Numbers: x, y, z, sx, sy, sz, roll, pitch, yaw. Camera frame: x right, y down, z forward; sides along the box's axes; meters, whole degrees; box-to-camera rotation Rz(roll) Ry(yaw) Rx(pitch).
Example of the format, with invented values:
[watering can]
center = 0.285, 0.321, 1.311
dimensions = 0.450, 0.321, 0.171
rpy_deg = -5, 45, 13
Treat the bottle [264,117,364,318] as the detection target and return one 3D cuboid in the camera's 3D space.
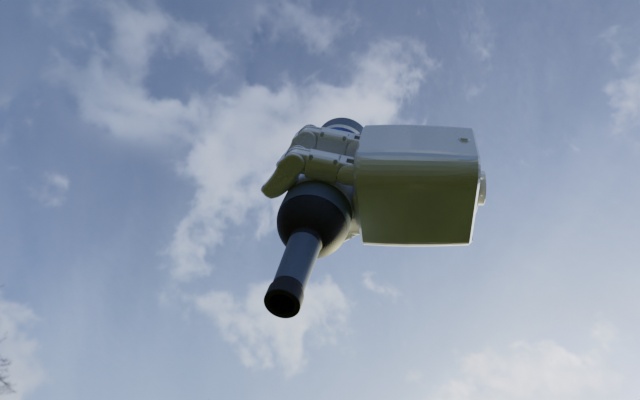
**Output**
[bottle]
center = 0.000, 0.001, 0.464
dimensions = 0.069, 0.069, 0.295
rpy_deg = 0, 30, 12
